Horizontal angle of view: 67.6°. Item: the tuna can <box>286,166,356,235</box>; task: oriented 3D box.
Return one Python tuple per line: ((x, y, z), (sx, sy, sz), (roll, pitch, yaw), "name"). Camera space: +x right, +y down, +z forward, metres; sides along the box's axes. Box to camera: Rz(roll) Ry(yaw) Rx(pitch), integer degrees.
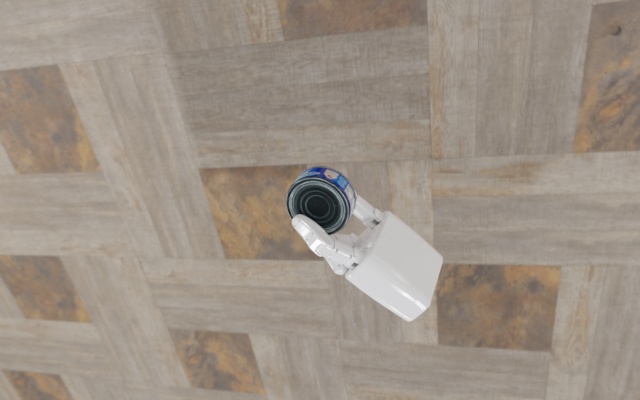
((0.000, 0.002, 0.606), (0.086, 0.086, 0.033), (0, 27, 19), "tuna can")
